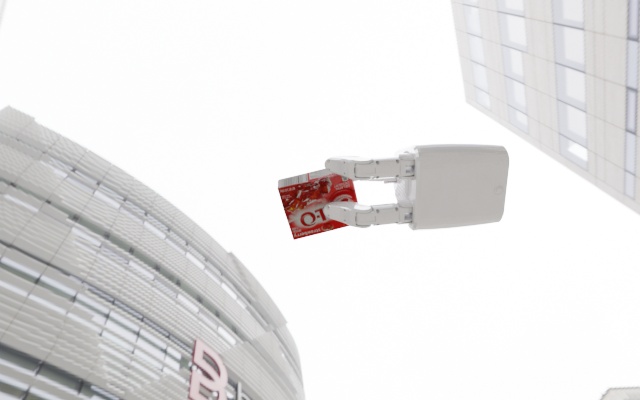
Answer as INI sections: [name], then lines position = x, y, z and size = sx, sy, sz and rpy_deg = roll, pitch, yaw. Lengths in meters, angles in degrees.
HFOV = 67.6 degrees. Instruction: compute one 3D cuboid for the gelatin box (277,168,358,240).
[gelatin box]
position = 0.000, 0.002, 0.574
size = 0.089, 0.073, 0.030
rpy_deg = -13, 27, 3
